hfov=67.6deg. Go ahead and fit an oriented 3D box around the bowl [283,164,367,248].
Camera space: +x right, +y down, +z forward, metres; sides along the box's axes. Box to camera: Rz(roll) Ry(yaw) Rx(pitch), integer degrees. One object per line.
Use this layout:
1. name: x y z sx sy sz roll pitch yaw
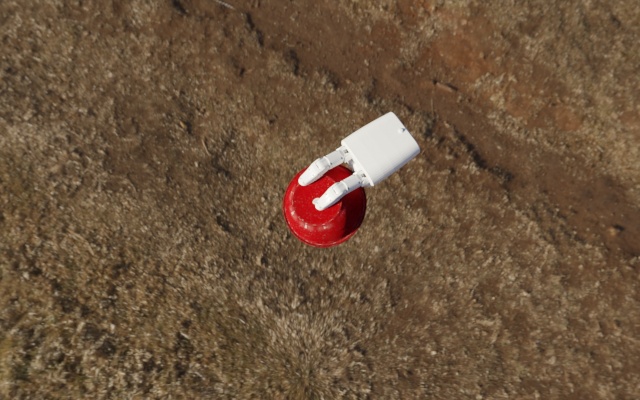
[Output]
1. bowl: -0.001 0.004 0.866 0.162 0.162 0.055 0 -9 15
